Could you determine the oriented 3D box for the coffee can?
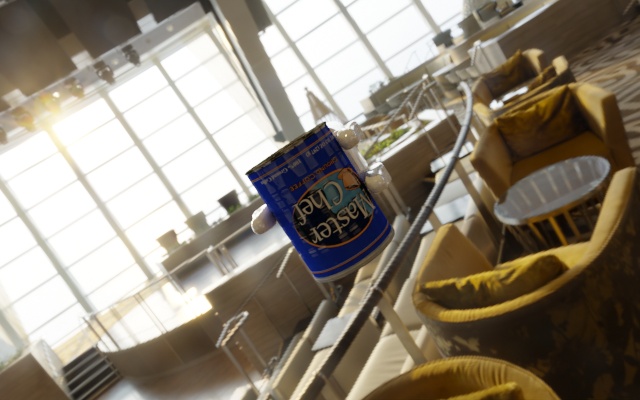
[{"bbox_3d":[0.000,0.002,0.512,0.103,0.140,0.103,-32,10,6],"label":"coffee can"}]
